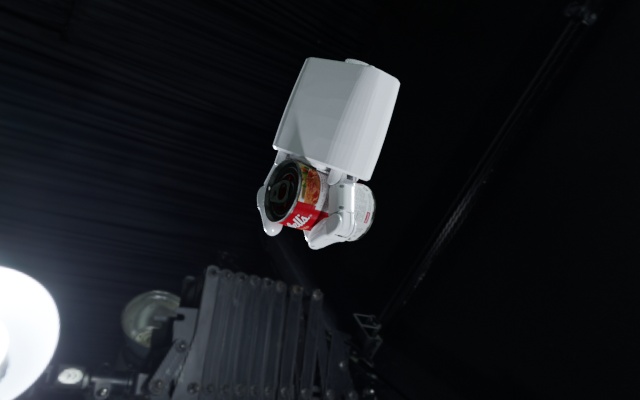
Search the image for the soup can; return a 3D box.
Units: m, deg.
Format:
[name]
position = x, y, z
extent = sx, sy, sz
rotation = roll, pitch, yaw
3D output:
[soup can]
position = 0.000, 0.002, 0.514
extent = 0.102, 0.068, 0.068
rotation = 17, -9, -33
